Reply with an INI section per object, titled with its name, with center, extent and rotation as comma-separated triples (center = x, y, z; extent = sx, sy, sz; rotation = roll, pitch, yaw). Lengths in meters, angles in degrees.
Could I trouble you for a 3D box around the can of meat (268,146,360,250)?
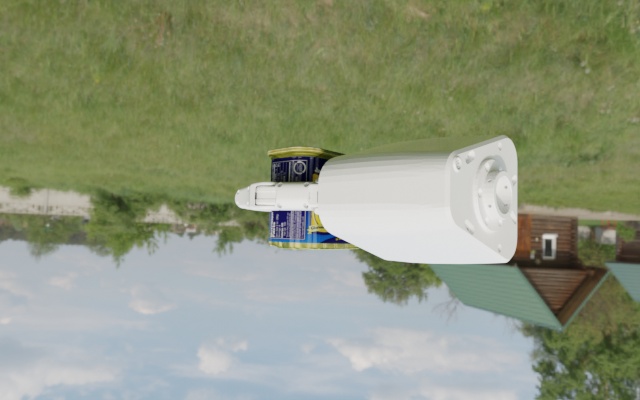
[can of meat]
center = 0.000, 0.002, 0.432
extent = 0.057, 0.084, 0.102
rotation = -2, -5, 41
